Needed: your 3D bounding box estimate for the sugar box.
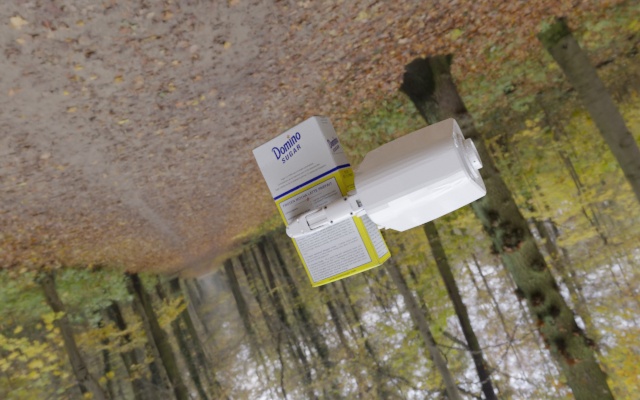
[{"bbox_3d":[0.000,0.002,0.544,0.093,0.176,0.048,-24,-4,27],"label":"sugar box"}]
